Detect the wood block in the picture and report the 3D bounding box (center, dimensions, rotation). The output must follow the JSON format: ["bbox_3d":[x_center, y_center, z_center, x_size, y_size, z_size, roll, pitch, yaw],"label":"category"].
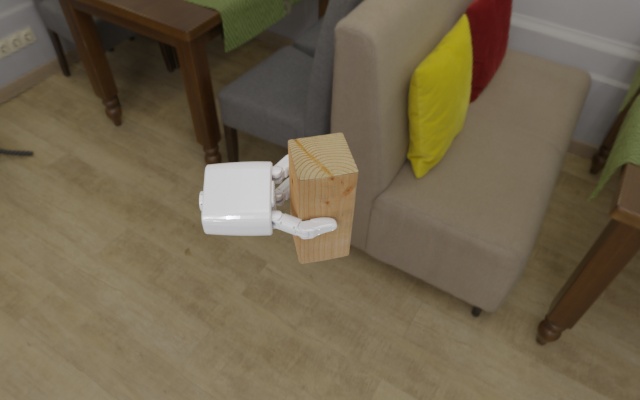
[{"bbox_3d":[0.000,0.003,0.778,0.090,0.090,0.206,-9,-41,-9],"label":"wood block"}]
